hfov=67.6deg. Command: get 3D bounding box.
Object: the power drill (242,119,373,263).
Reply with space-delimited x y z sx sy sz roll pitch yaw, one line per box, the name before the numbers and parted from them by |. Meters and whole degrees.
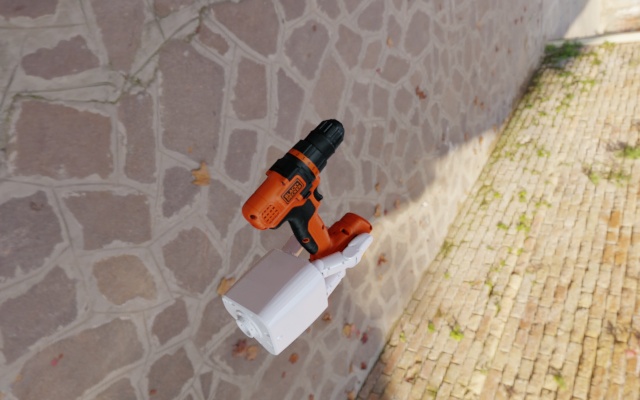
power drill | 0.000 0.003 0.680 0.057 0.184 0.188 29 -17 51
